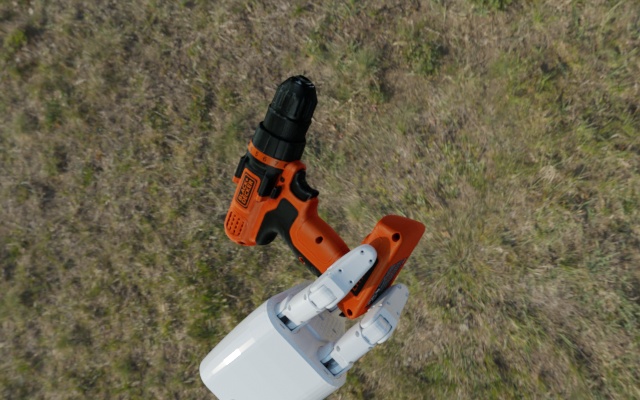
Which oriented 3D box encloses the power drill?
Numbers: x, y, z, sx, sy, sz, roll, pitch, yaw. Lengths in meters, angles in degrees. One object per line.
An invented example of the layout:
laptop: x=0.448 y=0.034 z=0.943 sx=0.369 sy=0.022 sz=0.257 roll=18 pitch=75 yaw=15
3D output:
power drill: x=0.000 y=0.002 z=0.445 sx=0.187 sy=0.184 sz=0.057 roll=38 pitch=30 yaw=25
